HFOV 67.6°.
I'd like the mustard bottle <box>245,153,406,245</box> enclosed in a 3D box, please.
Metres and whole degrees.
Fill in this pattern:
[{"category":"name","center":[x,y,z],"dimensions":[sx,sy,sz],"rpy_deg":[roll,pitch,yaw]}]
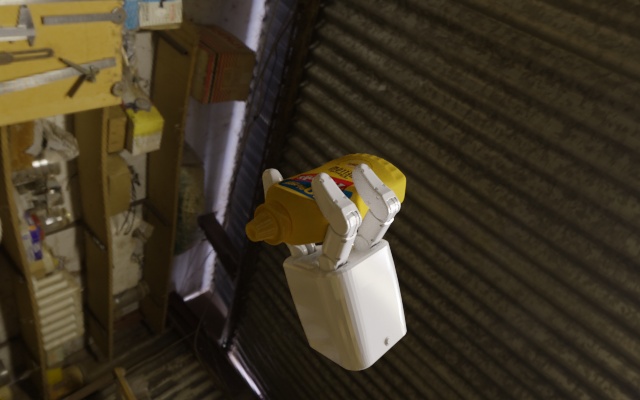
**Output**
[{"category":"mustard bottle","center":[0.000,0.001,0.500],"dimensions":[0.096,0.058,0.191],"rpy_deg":[24,33,35]}]
